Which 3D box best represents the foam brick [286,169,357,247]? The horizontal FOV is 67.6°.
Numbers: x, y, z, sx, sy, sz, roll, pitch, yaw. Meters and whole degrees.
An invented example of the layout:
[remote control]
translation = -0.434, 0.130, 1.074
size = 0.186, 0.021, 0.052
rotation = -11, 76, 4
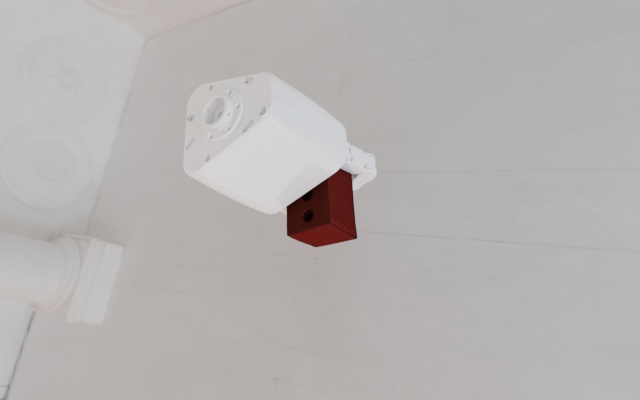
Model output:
[foam brick]
translation = 0.000, 0.002, 0.483
size = 0.053, 0.078, 0.051
rotation = -17, -27, 30
